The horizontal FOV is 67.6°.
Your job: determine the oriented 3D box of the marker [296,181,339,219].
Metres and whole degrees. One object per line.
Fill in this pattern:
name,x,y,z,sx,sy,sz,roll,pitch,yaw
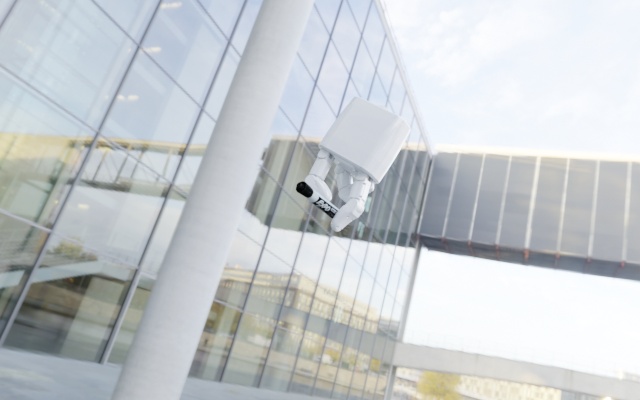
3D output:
marker,0.000,0.002,0.730,0.020,0.020,0.121,0,-24,34
